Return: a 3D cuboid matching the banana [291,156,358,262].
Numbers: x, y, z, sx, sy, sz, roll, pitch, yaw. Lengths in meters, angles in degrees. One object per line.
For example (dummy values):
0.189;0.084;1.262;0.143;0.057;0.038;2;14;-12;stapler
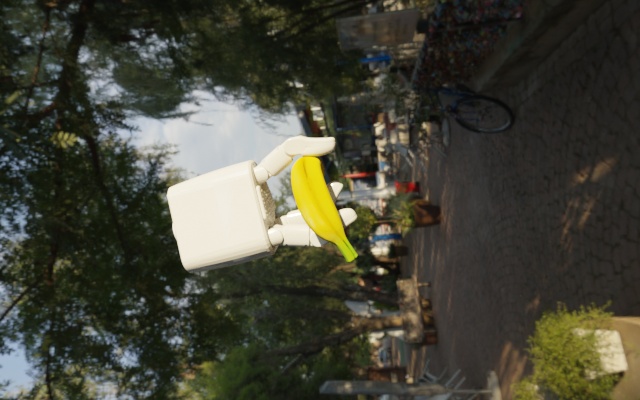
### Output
-0.007;-0.010;0.529;0.037;0.070;0.197;-25;32;6;banana
